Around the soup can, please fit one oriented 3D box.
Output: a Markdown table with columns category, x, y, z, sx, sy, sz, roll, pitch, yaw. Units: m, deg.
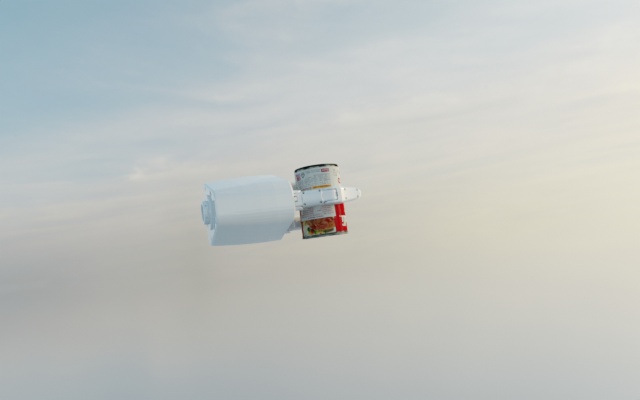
| category | x | y | z | sx | sy | sz | roll | pitch | yaw |
| --- | --- | --- | --- | --- | --- | --- | --- | --- | --- |
| soup can | 0.001 | 0.002 | 0.697 | 0.068 | 0.102 | 0.068 | -8 | -5 | -1 |
